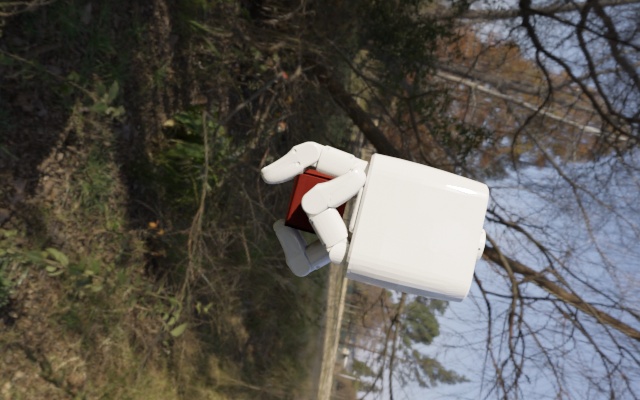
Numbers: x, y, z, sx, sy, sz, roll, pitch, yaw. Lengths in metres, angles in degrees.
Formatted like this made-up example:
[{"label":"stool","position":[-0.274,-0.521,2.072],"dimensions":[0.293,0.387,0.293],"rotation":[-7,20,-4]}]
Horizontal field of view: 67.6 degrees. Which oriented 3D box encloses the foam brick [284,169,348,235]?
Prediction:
[{"label":"foam brick","position":[0.000,0.001,0.471],"dimensions":[0.051,0.053,0.078],"rotation":[14,9,4]}]
